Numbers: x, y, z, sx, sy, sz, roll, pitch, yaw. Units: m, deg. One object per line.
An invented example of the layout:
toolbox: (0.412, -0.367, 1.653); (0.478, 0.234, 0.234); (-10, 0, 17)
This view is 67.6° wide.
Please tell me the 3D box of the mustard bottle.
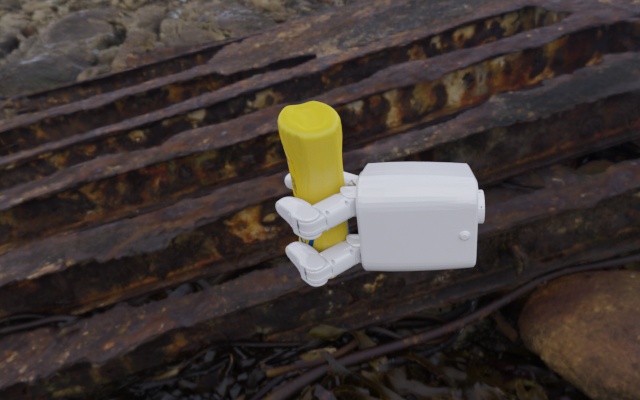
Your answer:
mustard bottle: (0.000, 0.001, 0.495); (0.058, 0.192, 0.096); (-14, 30, -9)
